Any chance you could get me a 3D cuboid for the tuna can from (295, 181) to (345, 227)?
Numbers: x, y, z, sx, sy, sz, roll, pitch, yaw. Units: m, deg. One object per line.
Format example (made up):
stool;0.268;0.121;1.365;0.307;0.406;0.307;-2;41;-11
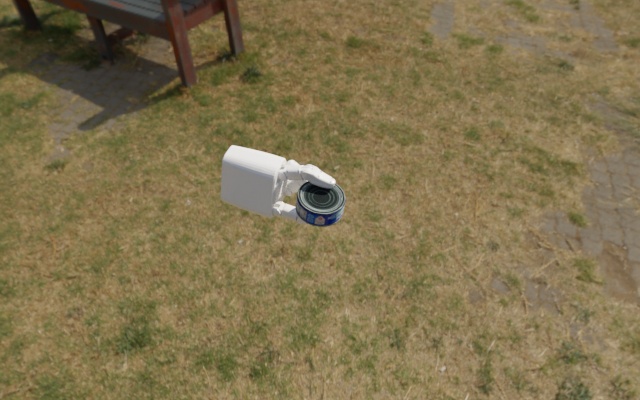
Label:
tuna can;0.000;0.002;0.832;0.086;0.086;0.034;0;-42;-9
